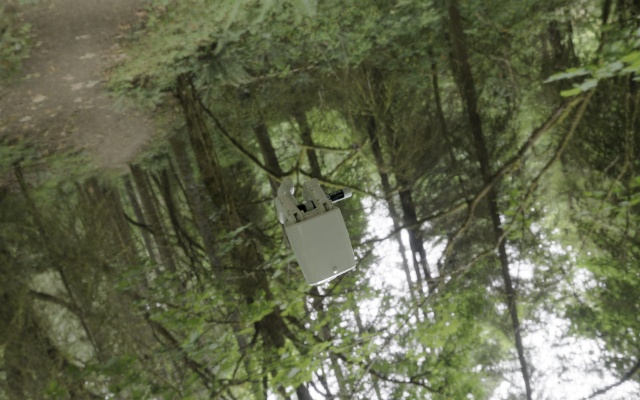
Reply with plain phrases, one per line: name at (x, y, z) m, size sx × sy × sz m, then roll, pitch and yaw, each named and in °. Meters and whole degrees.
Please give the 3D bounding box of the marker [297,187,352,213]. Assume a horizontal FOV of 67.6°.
marker at (0.000, 0.003, 0.856) m, size 0.121 × 0.020 × 0.020 m, roll -20°, pitch 8°, yaw -21°
